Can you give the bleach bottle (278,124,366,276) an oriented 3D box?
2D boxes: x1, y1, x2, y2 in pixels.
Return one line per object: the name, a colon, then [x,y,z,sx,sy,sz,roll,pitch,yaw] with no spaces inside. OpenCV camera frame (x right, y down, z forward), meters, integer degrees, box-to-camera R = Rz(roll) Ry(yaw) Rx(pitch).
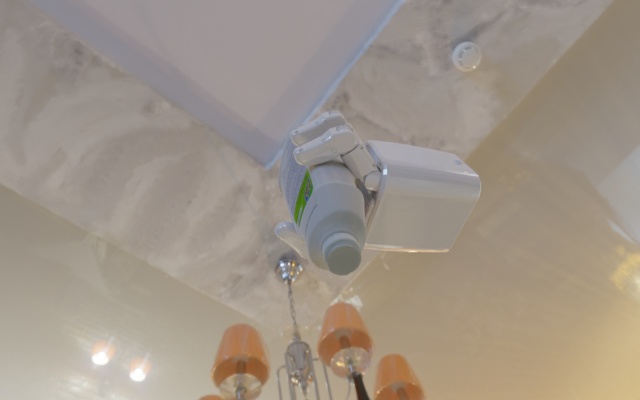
bleach bottle: [0.000,0.001,0.493,0.068,0.103,0.250,7,24,-12]
